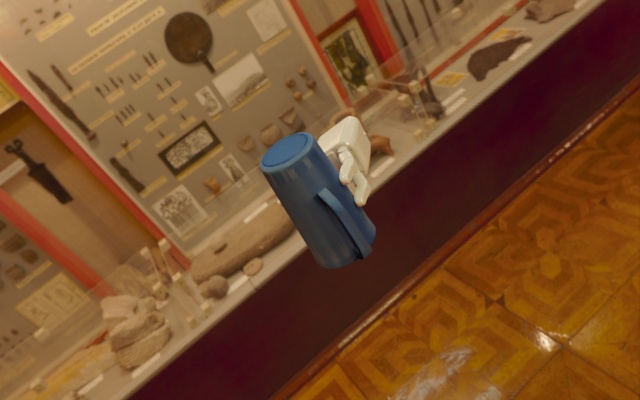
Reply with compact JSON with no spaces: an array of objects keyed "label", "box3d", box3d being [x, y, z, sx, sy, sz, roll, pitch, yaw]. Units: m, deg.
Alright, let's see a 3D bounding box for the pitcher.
[{"label":"pitcher","box3d":[0.000,0.003,0.867,0.149,0.243,0.145,-15,35,28]}]
